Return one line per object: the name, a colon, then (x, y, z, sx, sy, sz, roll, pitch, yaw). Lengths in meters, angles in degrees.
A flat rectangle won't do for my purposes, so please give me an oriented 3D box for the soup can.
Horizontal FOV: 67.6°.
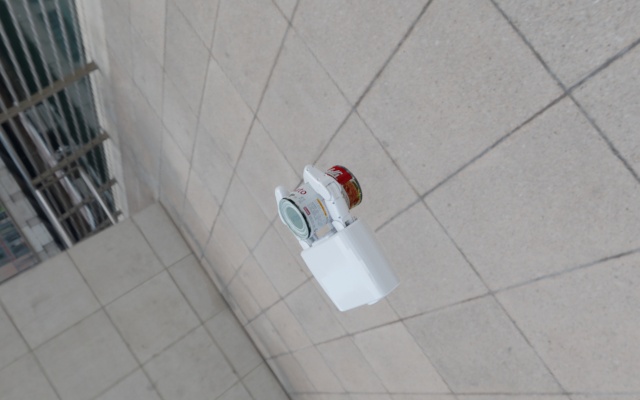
soup can: (0.000, 0.002, 0.678, 0.102, 0.068, 0.068, -33, 16, -27)
